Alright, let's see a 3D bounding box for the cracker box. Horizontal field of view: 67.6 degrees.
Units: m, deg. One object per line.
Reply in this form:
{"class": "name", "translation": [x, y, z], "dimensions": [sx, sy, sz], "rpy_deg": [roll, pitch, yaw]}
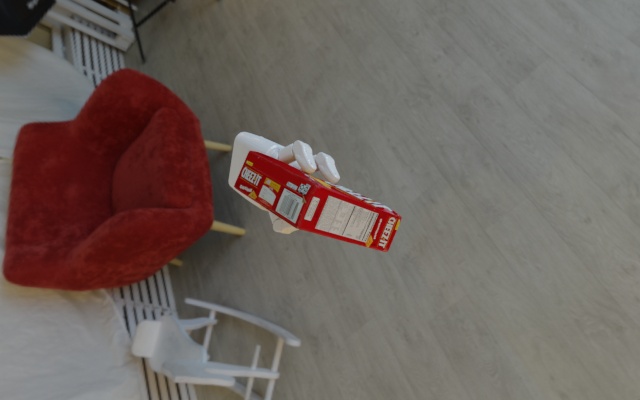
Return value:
{"class": "cracker box", "translation": [0.000, 0.003, 0.742], "dimensions": [0.214, 0.072, 0.164], "rpy_deg": [18, 7, -46]}
